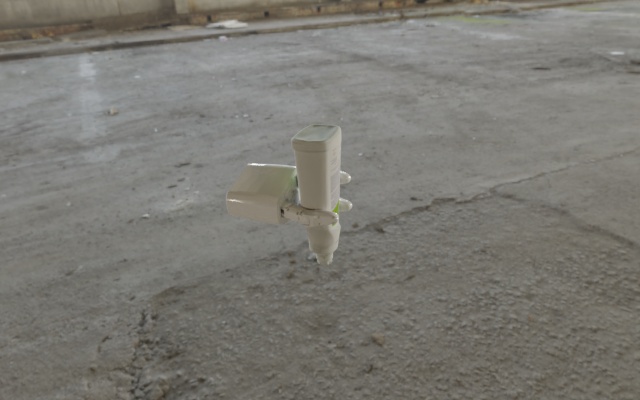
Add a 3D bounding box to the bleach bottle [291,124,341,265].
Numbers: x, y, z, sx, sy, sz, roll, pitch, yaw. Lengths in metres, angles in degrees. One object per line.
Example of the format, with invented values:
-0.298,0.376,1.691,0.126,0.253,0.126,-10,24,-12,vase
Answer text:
0.000,0.003,0.822,0.068,0.251,0.102,7,27,19,bleach bottle
